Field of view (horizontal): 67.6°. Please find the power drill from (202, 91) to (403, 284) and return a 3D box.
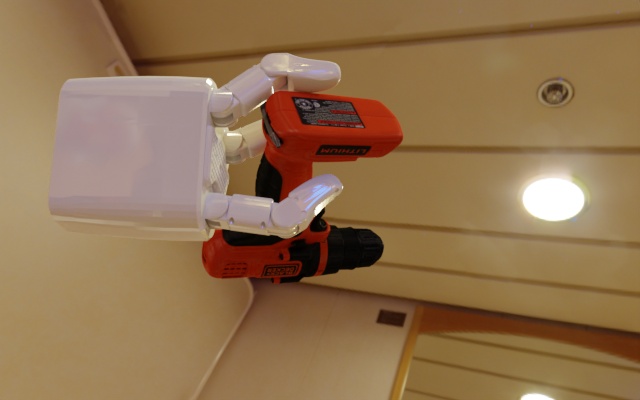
[{"bbox_3d":[0.000,0.001,0.417,0.184,0.188,0.057,-1,44,-26],"label":"power drill"}]
